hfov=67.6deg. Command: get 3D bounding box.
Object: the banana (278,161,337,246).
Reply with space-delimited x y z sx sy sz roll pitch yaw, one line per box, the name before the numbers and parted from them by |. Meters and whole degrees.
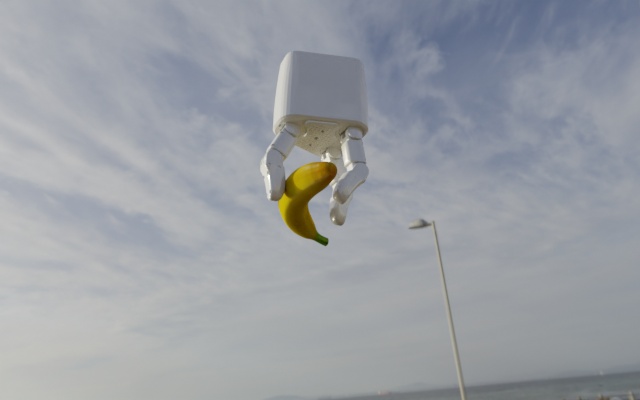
banana | -0.019 0.001 0.584 0.069 0.037 0.198 7 -27 2
